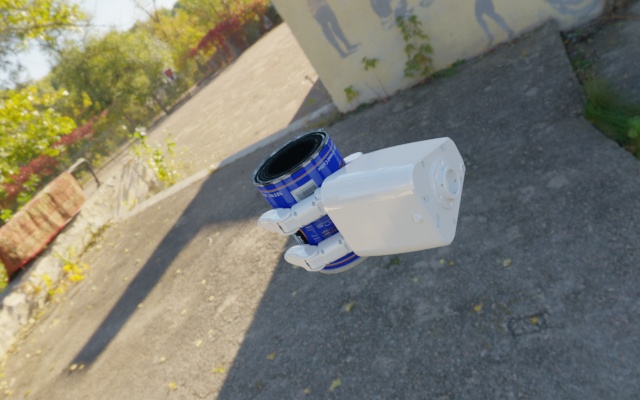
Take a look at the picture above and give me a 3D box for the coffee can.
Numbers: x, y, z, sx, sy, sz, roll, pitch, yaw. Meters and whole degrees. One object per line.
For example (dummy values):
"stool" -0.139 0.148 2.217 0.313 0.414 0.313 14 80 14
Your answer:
"coffee can" 0.000 0.002 0.567 0.103 0.140 0.102 -28 25 14
